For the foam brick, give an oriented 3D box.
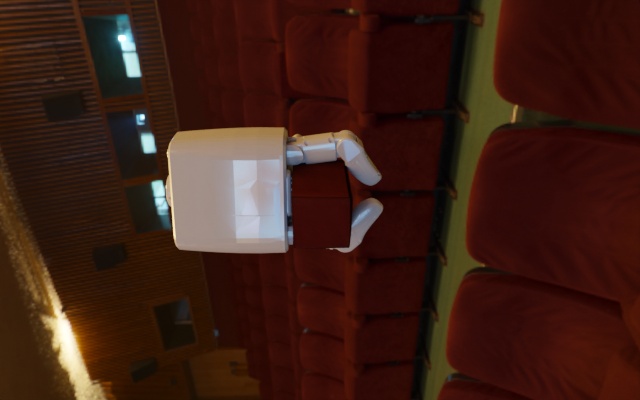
[{"bbox_3d":[0.000,0.001,0.434,0.051,0.053,0.078,0,29,-2],"label":"foam brick"}]
